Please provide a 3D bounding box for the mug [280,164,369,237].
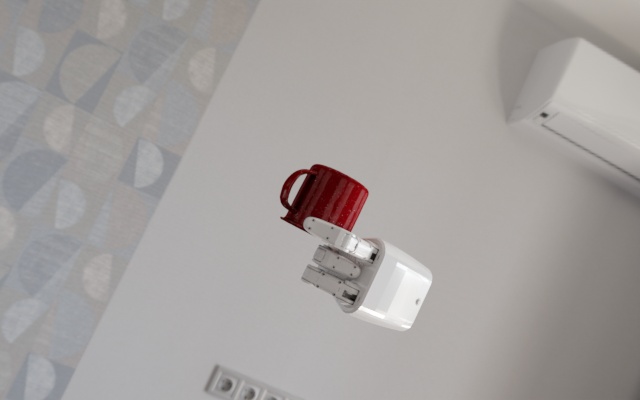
[{"bbox_3d":[-0.001,0.001,0.591,0.117,0.081,0.093,30,-6,-35],"label":"mug"}]
